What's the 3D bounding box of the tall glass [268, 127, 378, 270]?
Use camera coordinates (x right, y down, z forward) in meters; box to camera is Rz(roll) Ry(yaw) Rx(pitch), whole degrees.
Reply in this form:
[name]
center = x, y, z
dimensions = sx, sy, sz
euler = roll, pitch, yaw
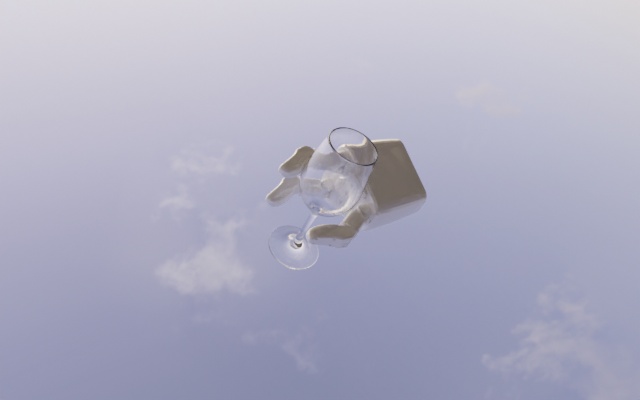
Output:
[tall glass]
center = 0.000, 0.002, 0.601
dimensions = 0.079, 0.079, 0.201
euler = 0, -39, -29
